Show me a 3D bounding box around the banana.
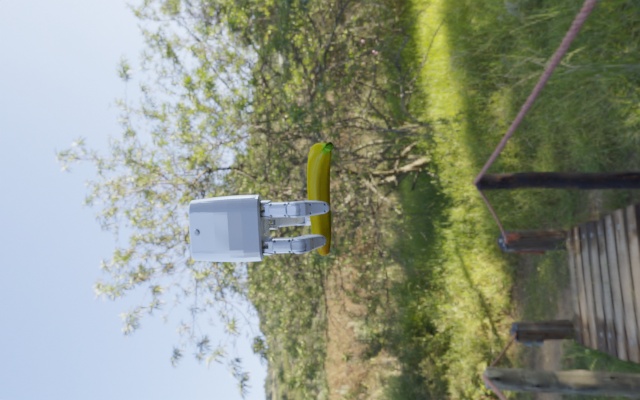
[{"bbox_3d":[-0.001,-0.010,0.740,0.037,0.198,0.069,-2,31,-3],"label":"banana"}]
